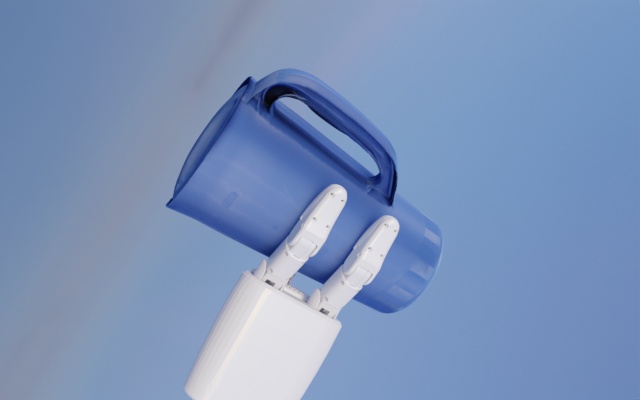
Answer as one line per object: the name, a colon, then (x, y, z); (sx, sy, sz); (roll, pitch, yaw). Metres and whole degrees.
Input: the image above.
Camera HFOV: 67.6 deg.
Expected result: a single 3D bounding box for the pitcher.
pitcher: (0.000, 0.002, 0.439); (0.243, 0.145, 0.149); (32, -7, -19)
